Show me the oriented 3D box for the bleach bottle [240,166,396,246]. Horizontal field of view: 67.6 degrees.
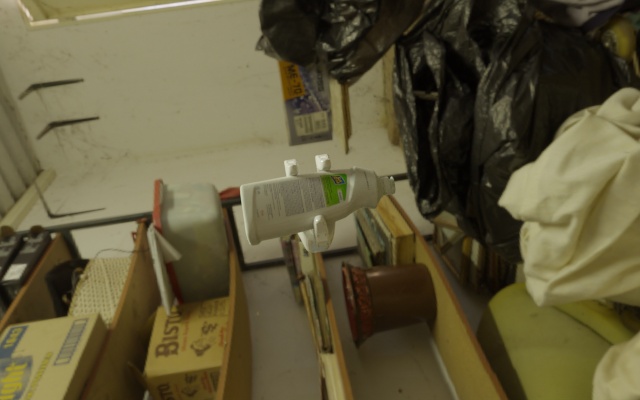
[{"bbox_3d":[0.000,0.002,0.787,0.251,0.102,0.068,-9,-19,-4],"label":"bleach bottle"}]
